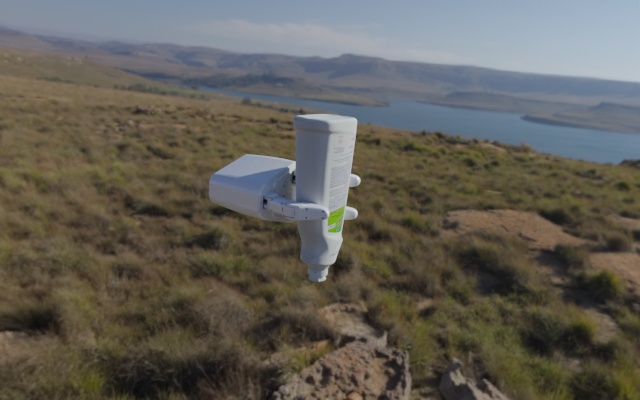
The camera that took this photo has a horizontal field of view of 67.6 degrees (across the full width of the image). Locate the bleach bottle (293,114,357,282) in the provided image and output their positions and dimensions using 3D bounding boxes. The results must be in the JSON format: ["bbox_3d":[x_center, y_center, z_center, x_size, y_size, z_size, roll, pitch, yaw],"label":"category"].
[{"bbox_3d":[0.000,0.002,0.707,0.068,0.251,0.102,14,18,30],"label":"bleach bottle"}]
